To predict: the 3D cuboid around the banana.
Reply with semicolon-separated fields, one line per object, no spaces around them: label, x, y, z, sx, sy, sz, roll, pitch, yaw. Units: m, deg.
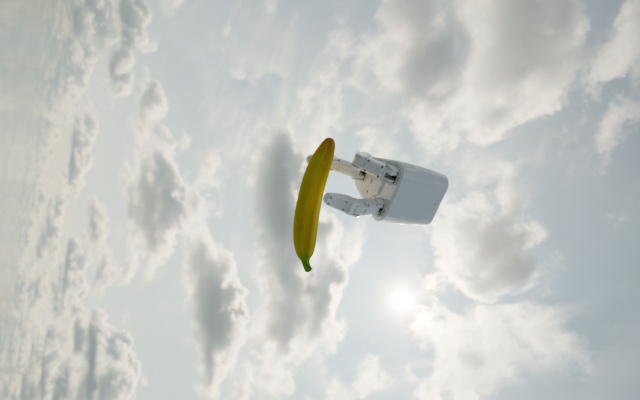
banana;-0.010;0.005;0.717;0.037;0.198;0.069;10;-2;-32
